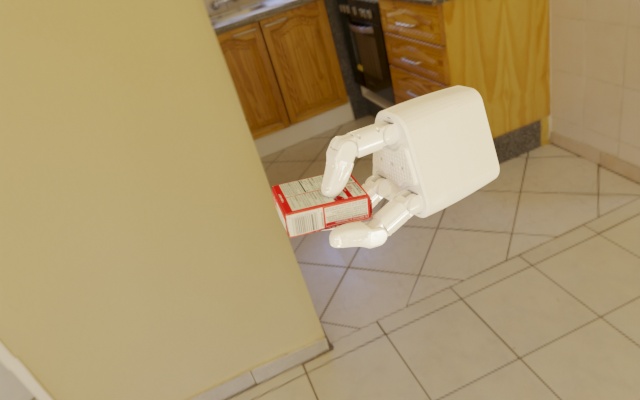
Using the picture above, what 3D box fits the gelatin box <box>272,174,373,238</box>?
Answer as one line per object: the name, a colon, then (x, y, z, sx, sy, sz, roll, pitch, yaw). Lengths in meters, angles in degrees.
gelatin box: (0.000, 0.001, 0.496, 0.089, 0.030, 0.073, -13, 27, -11)
